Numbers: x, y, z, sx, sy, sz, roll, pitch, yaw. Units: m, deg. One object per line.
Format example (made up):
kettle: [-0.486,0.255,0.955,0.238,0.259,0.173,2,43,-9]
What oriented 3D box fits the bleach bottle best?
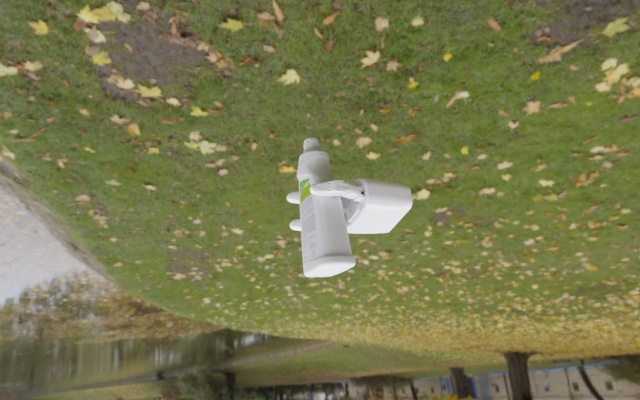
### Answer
bleach bottle: [0.000,0.003,0.846,0.068,0.250,0.102,4,-22,-28]
